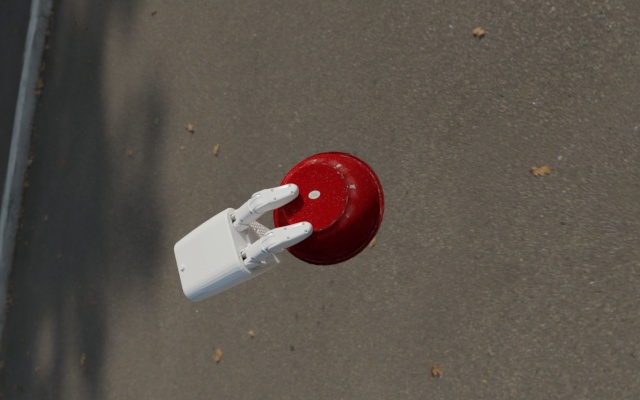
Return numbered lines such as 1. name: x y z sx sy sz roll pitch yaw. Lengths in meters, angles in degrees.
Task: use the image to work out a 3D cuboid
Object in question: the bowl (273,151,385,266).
1. bowl: 0.001 0.001 0.631 0.162 0.162 0.055 0 -15 20
